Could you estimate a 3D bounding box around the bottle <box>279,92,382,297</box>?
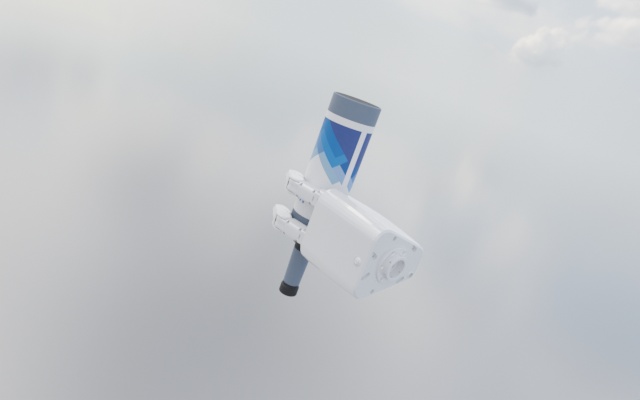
[{"bbox_3d":[0.000,0.002,0.662,0.069,0.296,0.069,18,17,-6],"label":"bottle"}]
